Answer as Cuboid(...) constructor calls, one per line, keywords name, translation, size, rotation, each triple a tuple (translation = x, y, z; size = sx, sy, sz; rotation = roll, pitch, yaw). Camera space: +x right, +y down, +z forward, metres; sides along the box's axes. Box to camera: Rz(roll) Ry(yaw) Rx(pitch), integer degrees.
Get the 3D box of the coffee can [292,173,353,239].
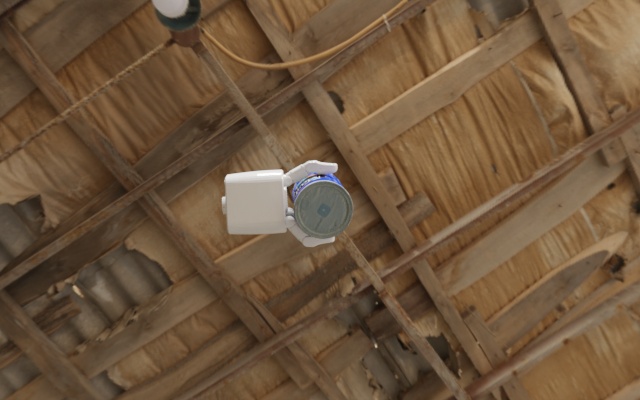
Cuboid(name="coffee can", translation=(0.000, 0.003, 0.885), size=(0.103, 0.103, 0.140), rotation=(0, 12, -5))
